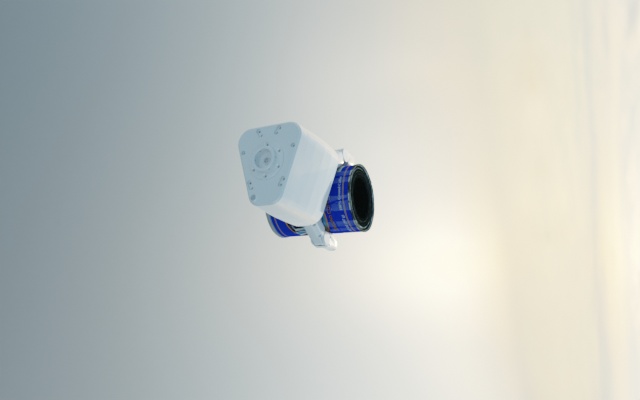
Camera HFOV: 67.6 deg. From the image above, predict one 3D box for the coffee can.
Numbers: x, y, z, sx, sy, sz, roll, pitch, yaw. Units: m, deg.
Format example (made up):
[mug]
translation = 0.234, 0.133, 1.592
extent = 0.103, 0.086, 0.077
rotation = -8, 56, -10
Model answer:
[coffee can]
translation = 0.000, 0.003, 0.734
extent = 0.140, 0.103, 0.103
rotation = -6, -3, 25
